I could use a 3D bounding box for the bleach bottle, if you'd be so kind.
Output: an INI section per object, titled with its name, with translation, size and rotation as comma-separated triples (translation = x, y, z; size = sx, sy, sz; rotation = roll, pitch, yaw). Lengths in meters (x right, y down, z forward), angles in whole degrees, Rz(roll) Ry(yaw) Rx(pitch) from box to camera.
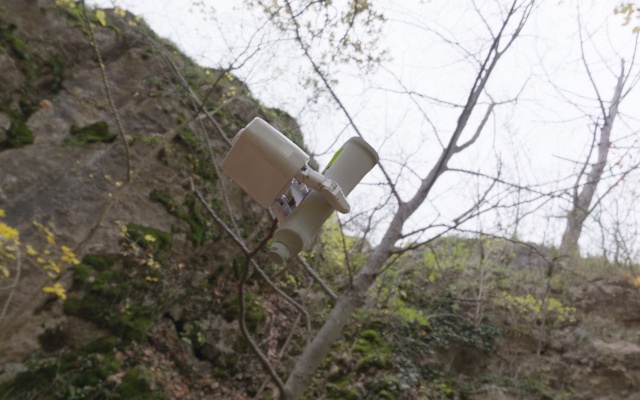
[bleach bottle]
translation = 0.000, 0.003, 0.788
size = 0.250, 0.068, 0.103
rotation = -51, 5, -34
